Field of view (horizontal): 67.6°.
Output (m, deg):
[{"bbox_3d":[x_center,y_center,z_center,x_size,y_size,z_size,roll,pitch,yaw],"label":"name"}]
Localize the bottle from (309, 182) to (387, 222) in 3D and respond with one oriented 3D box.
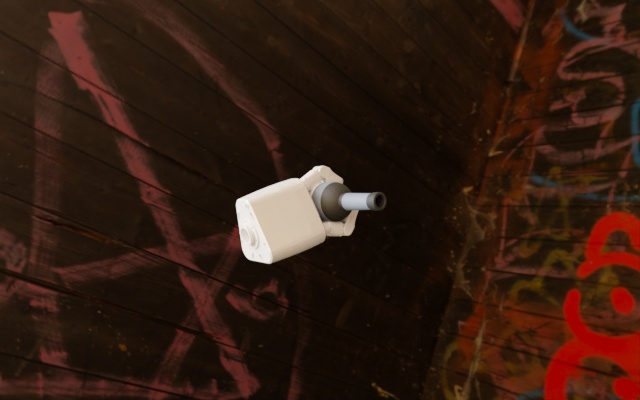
[{"bbox_3d":[0.000,0.003,0.817,0.069,0.069,0.295,0,-1,-37],"label":"bottle"}]
